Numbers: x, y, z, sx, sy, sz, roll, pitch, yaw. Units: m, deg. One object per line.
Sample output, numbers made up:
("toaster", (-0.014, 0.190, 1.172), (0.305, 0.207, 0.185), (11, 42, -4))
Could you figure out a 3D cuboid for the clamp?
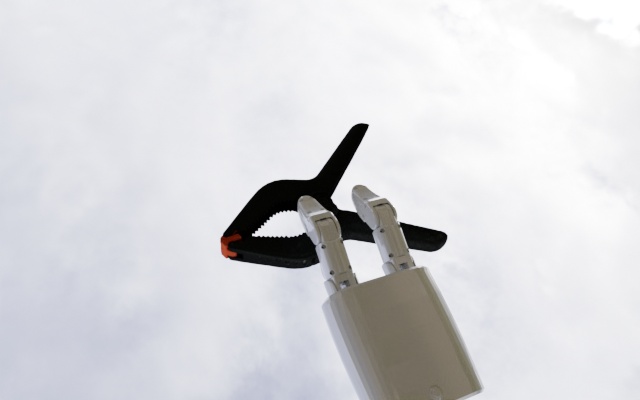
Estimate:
("clamp", (0.000, 0.002, 0.470), (0.210, 0.164, 0.036), (-14, -30, -18))
